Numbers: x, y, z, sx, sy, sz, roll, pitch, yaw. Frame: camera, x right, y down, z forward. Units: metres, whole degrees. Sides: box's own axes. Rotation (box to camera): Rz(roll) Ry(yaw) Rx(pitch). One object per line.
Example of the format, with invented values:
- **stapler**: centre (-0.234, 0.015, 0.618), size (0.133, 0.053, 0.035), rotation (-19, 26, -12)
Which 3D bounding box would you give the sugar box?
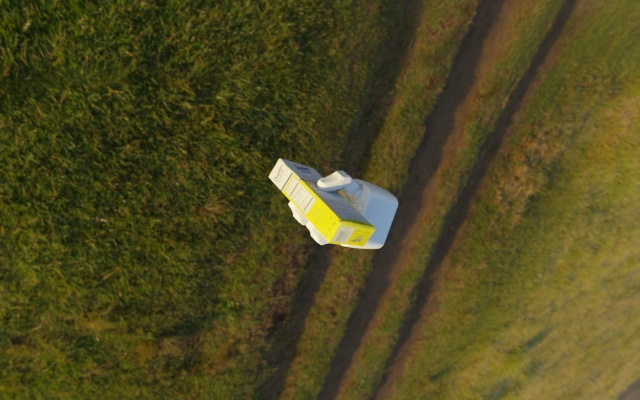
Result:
- **sugar box**: centre (0.000, 0.003, 0.776), size (0.093, 0.048, 0.176), rotation (14, 23, -49)
